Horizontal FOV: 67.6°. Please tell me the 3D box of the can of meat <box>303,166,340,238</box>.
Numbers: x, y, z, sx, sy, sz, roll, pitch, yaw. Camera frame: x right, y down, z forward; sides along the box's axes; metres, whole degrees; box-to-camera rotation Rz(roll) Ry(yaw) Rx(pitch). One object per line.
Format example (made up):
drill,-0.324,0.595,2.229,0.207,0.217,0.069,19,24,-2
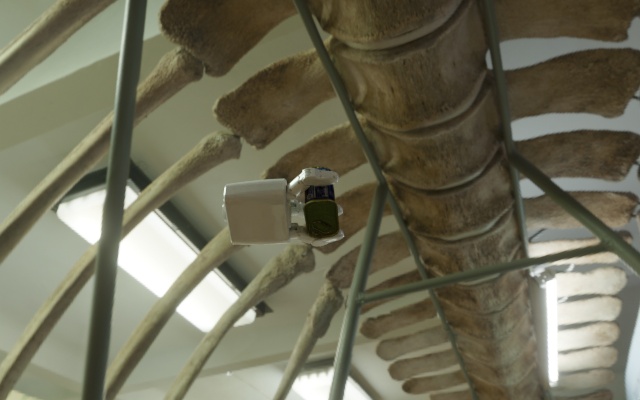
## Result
can of meat,0.000,0.002,0.840,0.057,0.083,0.102,-6,-41,2
